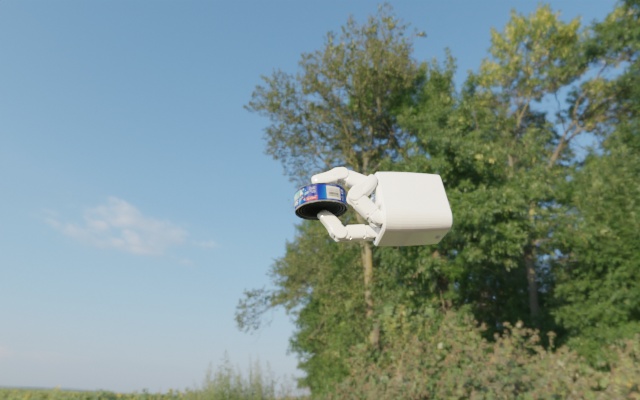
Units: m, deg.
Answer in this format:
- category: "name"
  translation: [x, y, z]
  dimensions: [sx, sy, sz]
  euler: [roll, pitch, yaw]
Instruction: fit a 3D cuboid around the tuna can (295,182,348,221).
- category: "tuna can"
  translation: [0.000, 0.002, 0.780]
  dimensions: [0.086, 0.033, 0.086]
  euler: [-4, -22, -2]
